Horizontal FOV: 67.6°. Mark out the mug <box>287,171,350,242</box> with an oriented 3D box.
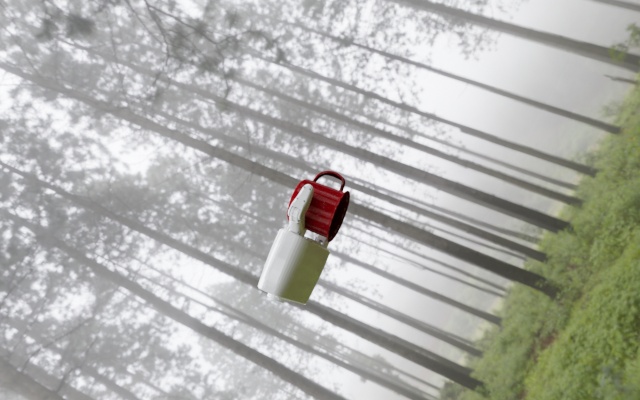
[{"bbox_3d":[0.000,0.001,0.815,0.081,0.117,0.093,21,-9,14],"label":"mug"}]
